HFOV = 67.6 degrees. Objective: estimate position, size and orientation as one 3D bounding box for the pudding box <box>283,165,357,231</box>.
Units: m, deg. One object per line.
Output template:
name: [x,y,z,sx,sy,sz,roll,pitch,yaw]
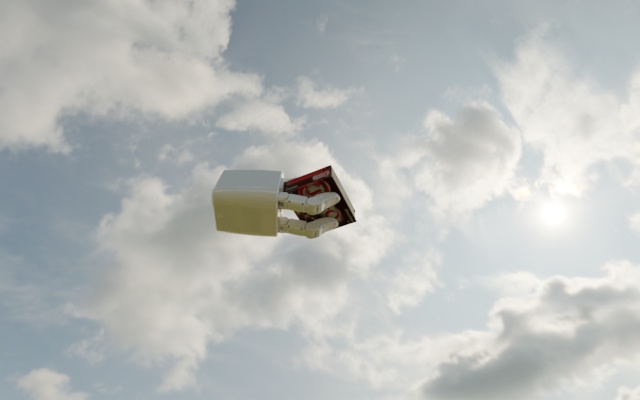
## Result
pudding box: [0.000,0.003,0.820,0.090,0.114,0.039,-19,39,16]
